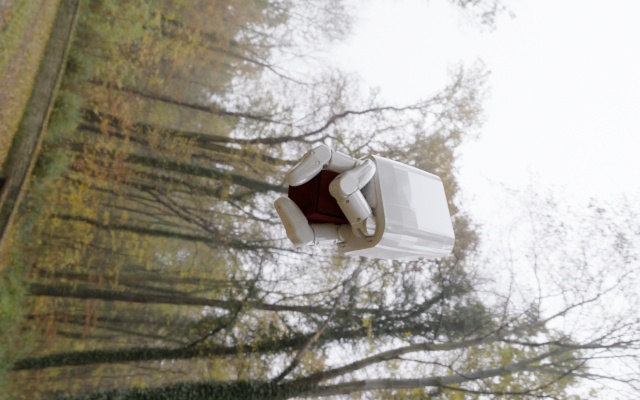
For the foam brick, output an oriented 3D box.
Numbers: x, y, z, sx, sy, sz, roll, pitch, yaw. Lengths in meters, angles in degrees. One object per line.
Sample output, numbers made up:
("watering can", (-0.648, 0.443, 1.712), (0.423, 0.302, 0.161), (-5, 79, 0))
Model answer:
("foam brick", (0.000, 0.002, 0.555), (0.051, 0.053, 0.078), (12, -16, -27))
